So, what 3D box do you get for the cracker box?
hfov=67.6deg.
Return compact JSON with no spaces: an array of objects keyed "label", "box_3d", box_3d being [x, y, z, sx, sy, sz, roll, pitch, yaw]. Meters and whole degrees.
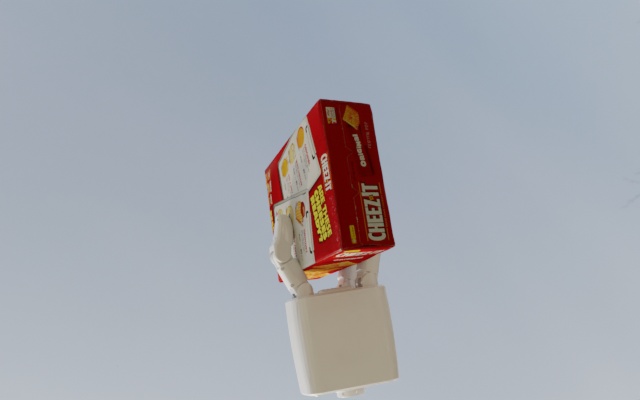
[{"label":"cracker box","box_3d":[0.000,0.002,0.579,0.072,0.164,0.214,-2,-17,-24]}]
